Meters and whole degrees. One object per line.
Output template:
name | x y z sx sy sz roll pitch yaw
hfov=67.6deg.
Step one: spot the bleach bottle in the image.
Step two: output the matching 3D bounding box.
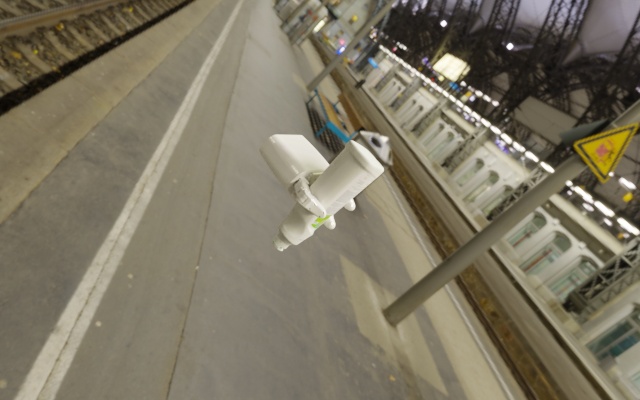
bleach bottle | 0.000 0.003 0.891 0.251 0.068 0.102 -44 -22 14
